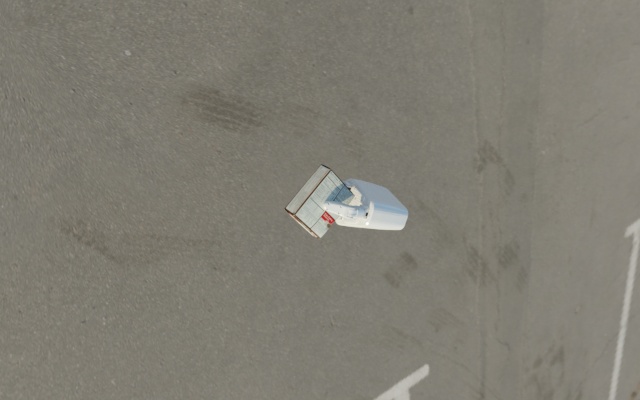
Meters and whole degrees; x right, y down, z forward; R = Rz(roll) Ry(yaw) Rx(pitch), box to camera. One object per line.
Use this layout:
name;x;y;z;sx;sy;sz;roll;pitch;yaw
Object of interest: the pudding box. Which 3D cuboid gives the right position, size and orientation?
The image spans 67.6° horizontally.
pudding box;0.000;0.003;0.896;0.039;0.113;0.090;28;-14;50
